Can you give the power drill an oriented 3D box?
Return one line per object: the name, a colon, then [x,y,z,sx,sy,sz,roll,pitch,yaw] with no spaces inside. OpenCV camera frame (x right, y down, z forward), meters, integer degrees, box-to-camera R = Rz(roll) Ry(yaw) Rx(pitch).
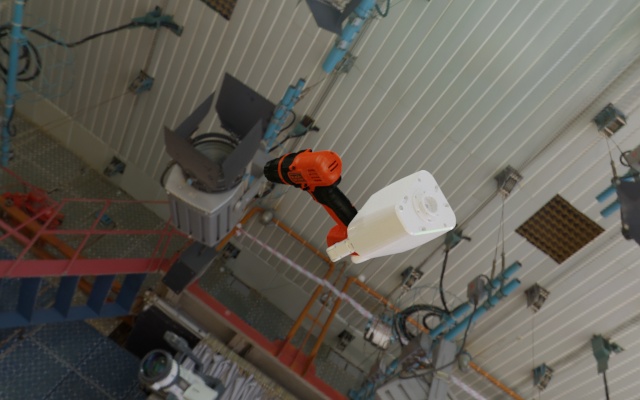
power drill: [0.001,0.003,0.770,0.057,0.188,0.184,-47,25,-24]
